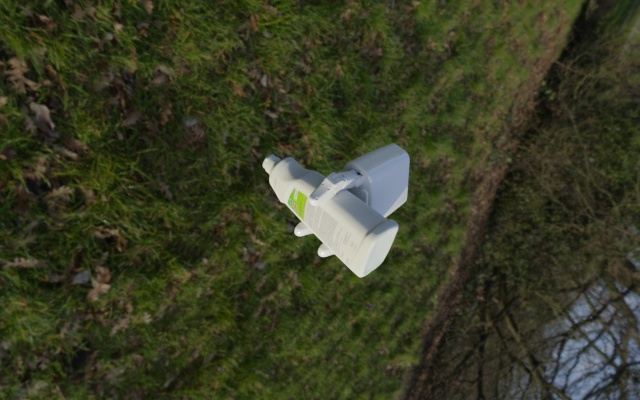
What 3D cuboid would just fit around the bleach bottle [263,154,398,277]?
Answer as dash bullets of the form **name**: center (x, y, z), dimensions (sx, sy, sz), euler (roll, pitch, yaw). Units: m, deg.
- **bleach bottle**: center (0.000, 0.003, 0.745), dimensions (0.068, 0.103, 0.250), euler (-28, 58, -36)
